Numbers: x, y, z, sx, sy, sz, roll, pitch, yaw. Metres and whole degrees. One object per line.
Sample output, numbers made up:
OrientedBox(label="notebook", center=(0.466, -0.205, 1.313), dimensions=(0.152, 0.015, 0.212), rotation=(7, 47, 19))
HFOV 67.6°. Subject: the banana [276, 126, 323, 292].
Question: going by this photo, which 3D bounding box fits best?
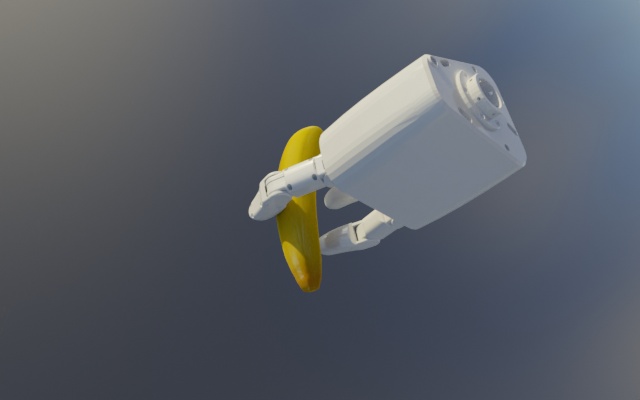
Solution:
OrientedBox(label="banana", center=(-0.013, -0.011, 0.453), dimensions=(0.037, 0.197, 0.070), rotation=(-30, -56, 35))
